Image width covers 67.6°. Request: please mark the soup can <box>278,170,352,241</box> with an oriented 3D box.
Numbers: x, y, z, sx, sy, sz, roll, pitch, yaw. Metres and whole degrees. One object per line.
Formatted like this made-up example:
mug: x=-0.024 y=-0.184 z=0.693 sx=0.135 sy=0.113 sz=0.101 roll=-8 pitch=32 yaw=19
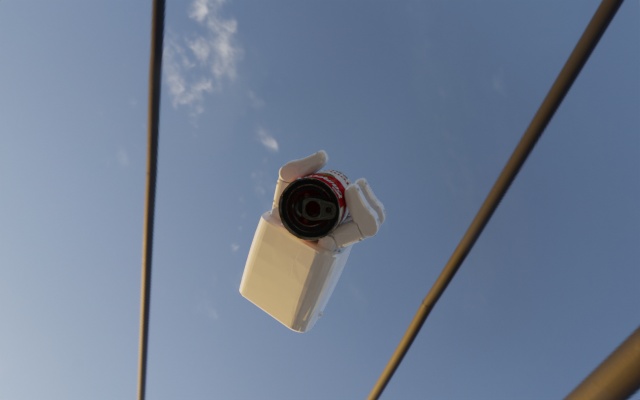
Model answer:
soup can: x=0.000 y=0.001 z=0.551 sx=0.068 sy=0.068 sz=0.102 roll=0 pitch=9 yaw=15
